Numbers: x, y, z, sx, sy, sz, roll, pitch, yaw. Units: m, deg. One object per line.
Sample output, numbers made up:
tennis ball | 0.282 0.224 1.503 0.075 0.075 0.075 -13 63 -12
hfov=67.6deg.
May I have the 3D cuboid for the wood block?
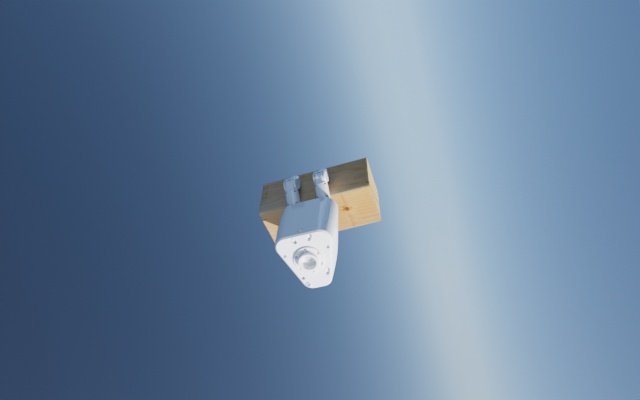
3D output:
wood block | 0.000 0.003 0.897 0.206 0.091 0.090 -14 38 12
